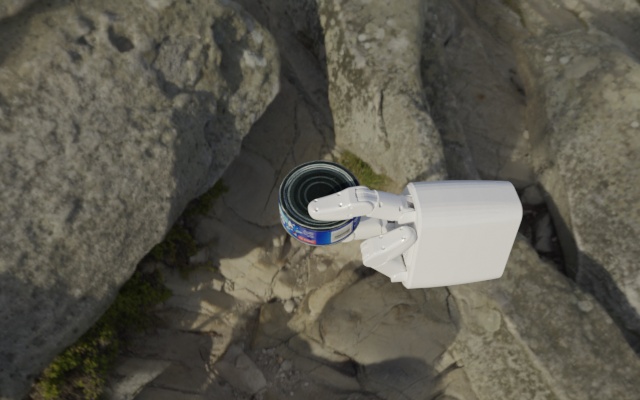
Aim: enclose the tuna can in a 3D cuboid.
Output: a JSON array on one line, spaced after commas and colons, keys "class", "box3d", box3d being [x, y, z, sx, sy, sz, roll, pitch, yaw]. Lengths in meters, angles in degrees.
[{"class": "tuna can", "box3d": [0.000, 0.001, 0.486, 0.086, 0.086, 0.034, 0, -33, 0]}]
